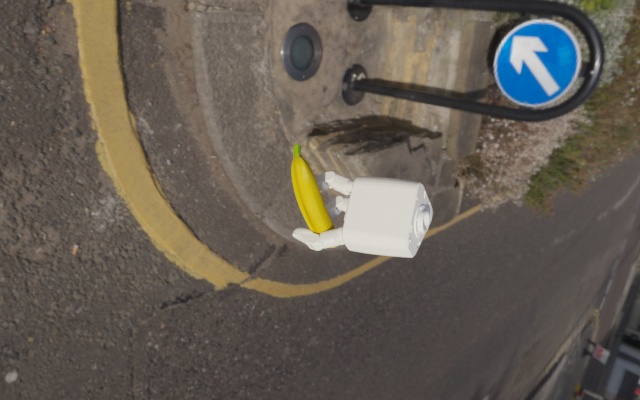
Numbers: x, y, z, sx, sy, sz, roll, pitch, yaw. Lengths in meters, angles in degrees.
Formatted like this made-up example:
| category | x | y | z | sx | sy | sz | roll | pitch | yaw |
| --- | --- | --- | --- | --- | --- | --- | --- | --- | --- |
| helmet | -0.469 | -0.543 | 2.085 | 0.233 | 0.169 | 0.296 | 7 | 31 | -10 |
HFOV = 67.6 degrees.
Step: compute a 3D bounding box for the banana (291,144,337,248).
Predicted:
| category | x | y | z | sx | sy | sz | roll | pitch | yaw |
| --- | --- | --- | --- | --- | --- | --- | --- | --- | --- |
| banana | -0.006 | 0.009 | 0.767 | 0.037 | 0.198 | 0.069 | -7 | 29 | 23 |
